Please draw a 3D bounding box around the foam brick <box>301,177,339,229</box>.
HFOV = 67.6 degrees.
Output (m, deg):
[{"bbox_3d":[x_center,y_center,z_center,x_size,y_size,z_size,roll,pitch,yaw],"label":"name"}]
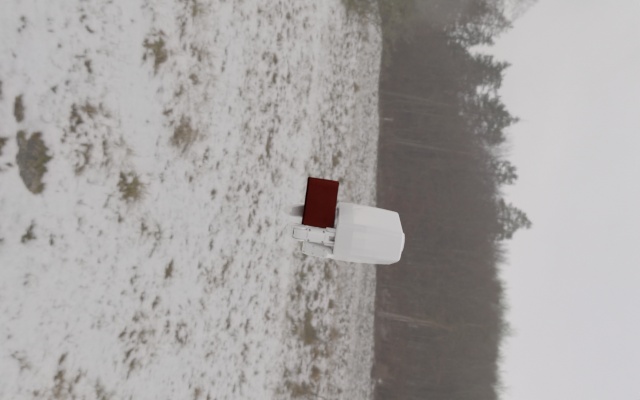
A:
[{"bbox_3d":[0.000,0.002,0.779,0.051,0.078,0.053,8,6,0],"label":"foam brick"}]
